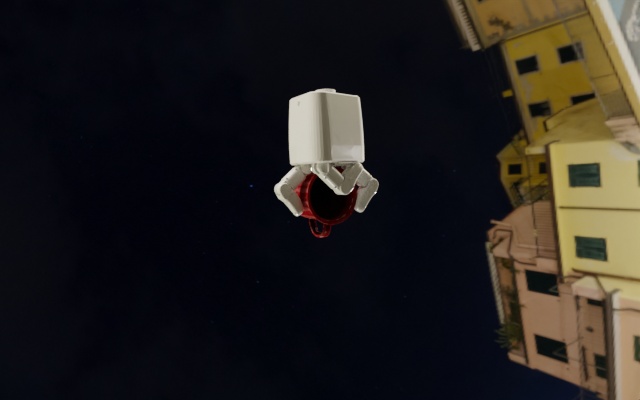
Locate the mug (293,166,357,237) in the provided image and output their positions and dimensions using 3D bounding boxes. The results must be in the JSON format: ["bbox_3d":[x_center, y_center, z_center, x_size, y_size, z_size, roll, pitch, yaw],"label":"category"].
[{"bbox_3d":[0.000,0.004,0.792,0.093,0.117,0.081,-3,4,-30],"label":"mug"}]
